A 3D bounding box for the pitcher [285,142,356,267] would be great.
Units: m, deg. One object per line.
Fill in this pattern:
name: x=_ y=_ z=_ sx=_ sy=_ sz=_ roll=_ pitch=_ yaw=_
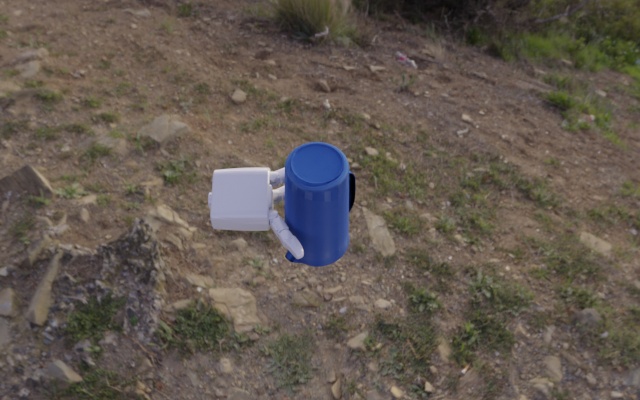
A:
pitcher: x=0.000 y=0.003 z=0.888 sx=0.145 sy=0.149 sz=0.243 roll=0 pitch=-36 yaw=-1
